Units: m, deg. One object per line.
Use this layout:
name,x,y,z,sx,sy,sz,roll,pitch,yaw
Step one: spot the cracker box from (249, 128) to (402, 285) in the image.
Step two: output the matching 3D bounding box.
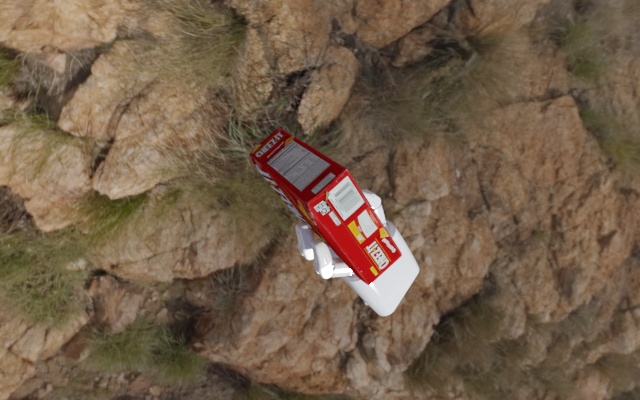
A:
cracker box,0.000,0.002,0.670,0.072,0.164,0.213,-41,34,-7
